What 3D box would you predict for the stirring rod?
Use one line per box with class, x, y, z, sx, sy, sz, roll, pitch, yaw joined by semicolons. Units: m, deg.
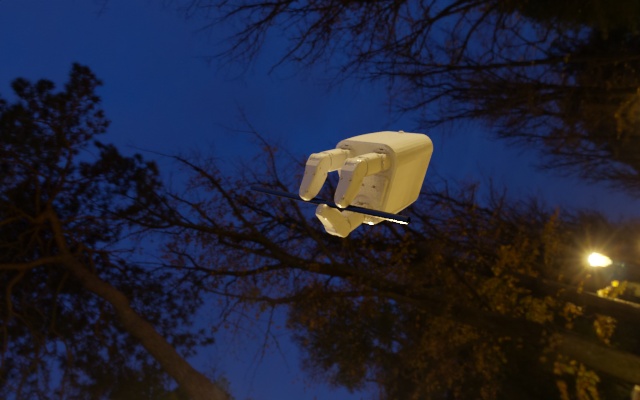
stirring rod;0.000;0.002;0.574;0.239;0.011;0.011;12;7;38
